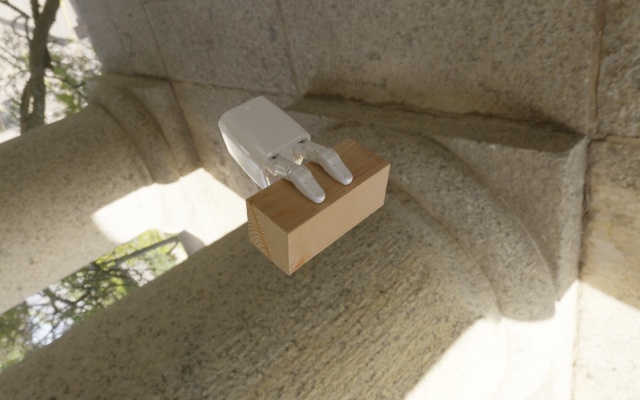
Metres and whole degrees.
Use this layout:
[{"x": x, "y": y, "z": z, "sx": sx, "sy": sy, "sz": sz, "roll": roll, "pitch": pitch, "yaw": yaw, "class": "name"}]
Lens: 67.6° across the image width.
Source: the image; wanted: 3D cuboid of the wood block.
[{"x": 0.000, "y": 0.002, "z": 0.707, "sx": 0.206, "sy": 0.091, "sz": 0.090, "roll": -34, "pitch": 55, "yaw": -31, "class": "wood block"}]
